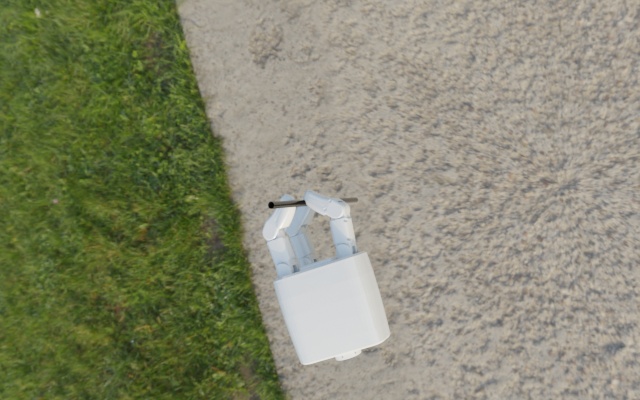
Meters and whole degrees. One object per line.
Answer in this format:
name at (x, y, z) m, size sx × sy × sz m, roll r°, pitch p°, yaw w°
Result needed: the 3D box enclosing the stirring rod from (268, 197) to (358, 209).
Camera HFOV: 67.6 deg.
stirring rod at (0.000, 0.002, 0.628) m, size 0.011 × 0.011 × 0.239 m, roll 0°, pitch 1°, yaw 27°
